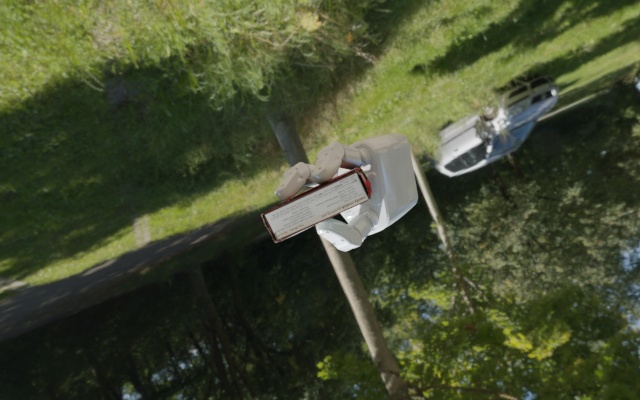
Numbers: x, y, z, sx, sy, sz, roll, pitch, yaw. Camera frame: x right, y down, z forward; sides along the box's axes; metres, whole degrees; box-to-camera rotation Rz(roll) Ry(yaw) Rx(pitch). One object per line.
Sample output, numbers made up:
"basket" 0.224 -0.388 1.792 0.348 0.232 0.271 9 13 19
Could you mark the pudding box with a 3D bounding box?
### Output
"pudding box" 0.000 0.002 0.526 0.113 0.039 0.090 -27 1 9
